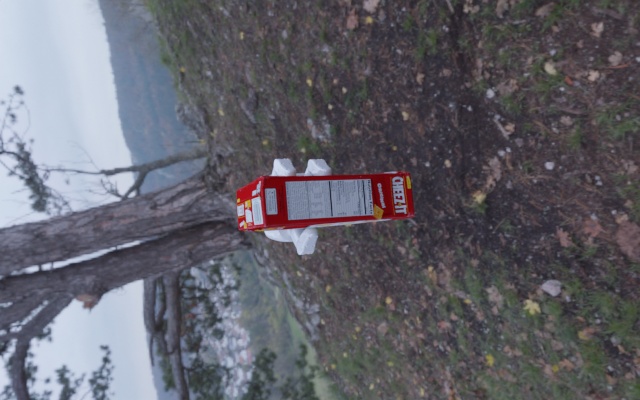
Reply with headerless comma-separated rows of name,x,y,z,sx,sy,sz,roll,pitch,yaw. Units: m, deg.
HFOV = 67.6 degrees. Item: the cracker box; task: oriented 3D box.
cracker box,0.000,0.002,0.688,0.214,0.072,0.164,-3,-4,-21
